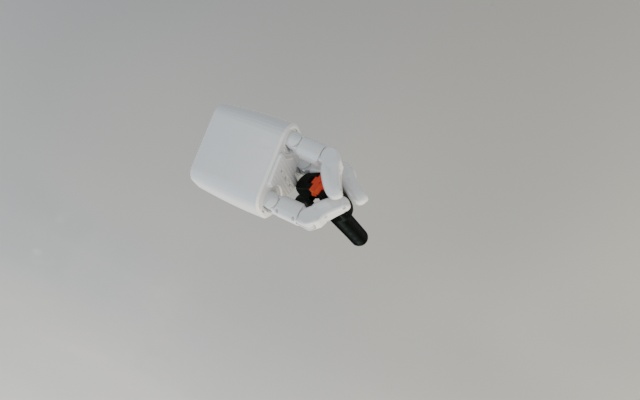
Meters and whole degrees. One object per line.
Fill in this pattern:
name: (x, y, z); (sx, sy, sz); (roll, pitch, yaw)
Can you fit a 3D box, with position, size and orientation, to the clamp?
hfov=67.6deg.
clamp: (0.000, 0.003, 0.627); (0.120, 0.039, 0.171); (23, -18, 22)
